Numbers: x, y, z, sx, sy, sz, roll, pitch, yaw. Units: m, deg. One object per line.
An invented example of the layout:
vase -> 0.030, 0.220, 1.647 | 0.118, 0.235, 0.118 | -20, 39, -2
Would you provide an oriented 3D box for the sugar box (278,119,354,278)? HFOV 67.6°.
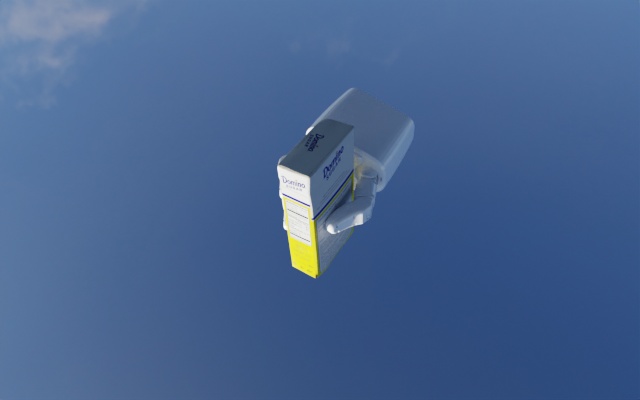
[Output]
sugar box -> 0.000, 0.002, 0.554 | 0.048, 0.176, 0.093 | 21, 51, 24
